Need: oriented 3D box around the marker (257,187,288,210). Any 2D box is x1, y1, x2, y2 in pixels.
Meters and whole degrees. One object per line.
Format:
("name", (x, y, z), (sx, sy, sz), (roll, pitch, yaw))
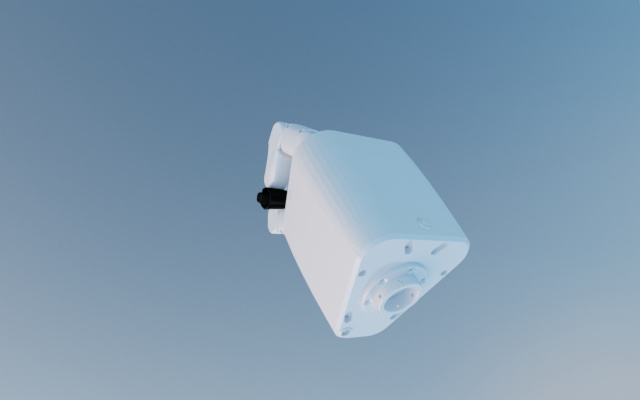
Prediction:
("marker", (0.000, 0.001, 0.425), (0.121, 0.020, 0.020), (4, -2, -32))
